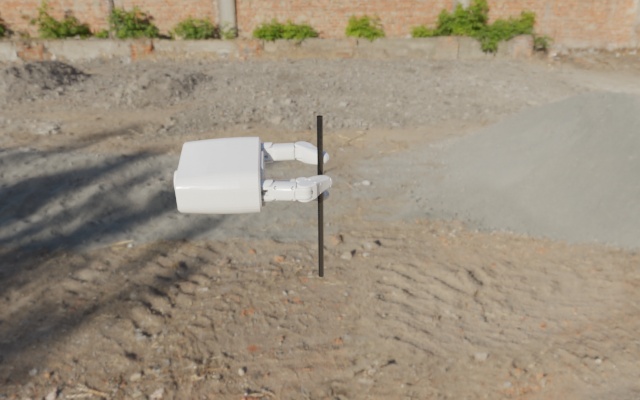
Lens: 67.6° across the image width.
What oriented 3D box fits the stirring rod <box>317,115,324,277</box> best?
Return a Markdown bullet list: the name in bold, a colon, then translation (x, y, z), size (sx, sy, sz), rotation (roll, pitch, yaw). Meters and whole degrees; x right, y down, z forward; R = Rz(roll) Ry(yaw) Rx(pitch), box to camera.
- **stirring rod**: translation (0.000, 0.002, 0.656), size (0.011, 0.240, 0.011), rotation (0, 25, 0)
